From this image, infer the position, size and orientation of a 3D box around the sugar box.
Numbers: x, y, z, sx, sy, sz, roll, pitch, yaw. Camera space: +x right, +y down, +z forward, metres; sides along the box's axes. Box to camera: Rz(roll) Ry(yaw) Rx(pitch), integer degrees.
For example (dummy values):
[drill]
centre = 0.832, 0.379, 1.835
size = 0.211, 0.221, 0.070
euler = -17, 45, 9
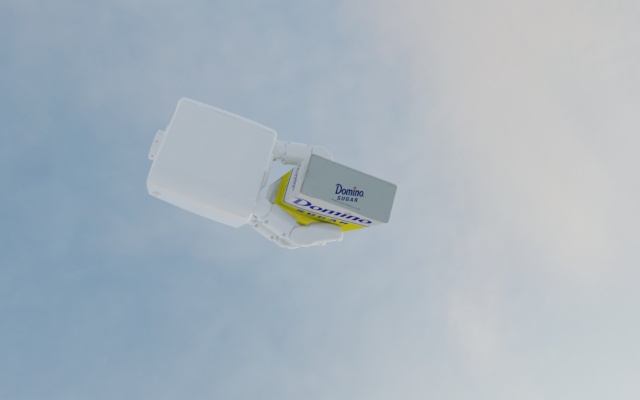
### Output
[sugar box]
centre = 0.000, 0.002, 0.520
size = 0.093, 0.048, 0.176
euler = 19, -11, -15
